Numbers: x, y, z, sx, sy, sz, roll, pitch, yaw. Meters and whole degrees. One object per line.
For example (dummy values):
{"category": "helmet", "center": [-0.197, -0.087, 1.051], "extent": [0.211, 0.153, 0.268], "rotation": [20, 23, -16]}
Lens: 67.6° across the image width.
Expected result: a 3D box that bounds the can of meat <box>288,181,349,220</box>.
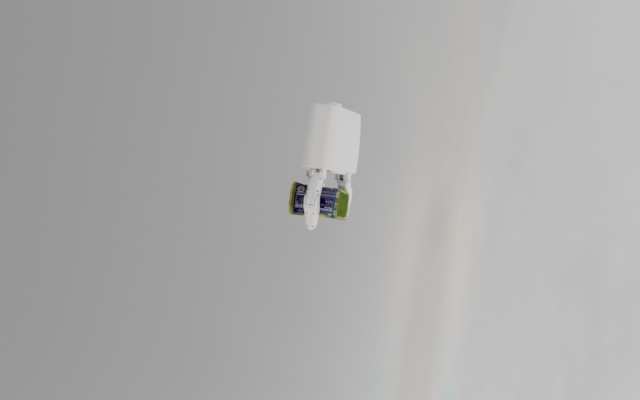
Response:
{"category": "can of meat", "center": [0.000, 0.003, 0.834], "extent": [0.084, 0.057, 0.102], "rotation": [7, -2, 14]}
